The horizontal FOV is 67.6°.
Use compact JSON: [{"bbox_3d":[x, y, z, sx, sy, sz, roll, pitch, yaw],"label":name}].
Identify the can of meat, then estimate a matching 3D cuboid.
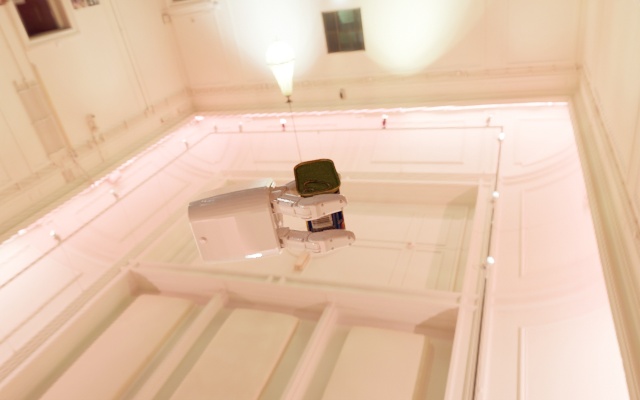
[{"bbox_3d":[0.000,0.002,0.651,0.057,0.084,0.102,-11,29,-2],"label":"can of meat"}]
